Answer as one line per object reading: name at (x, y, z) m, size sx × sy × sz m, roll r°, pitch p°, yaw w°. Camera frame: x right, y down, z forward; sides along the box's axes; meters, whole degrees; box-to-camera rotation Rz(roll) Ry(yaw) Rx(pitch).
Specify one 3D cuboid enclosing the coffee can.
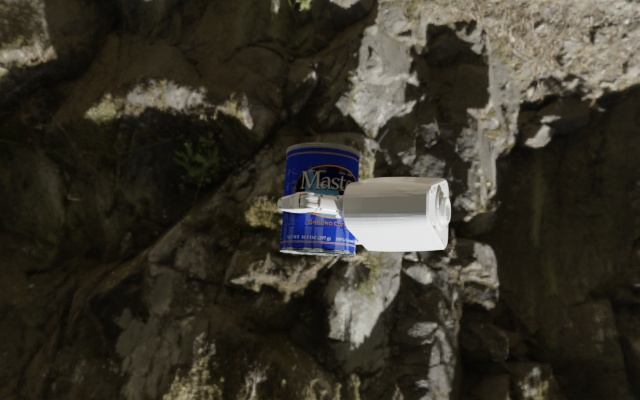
coffee can at (0.000, 0.002, 0.651) m, size 0.103 × 0.140 × 0.103 m, roll 3°, pitch -9°, yaw 1°
